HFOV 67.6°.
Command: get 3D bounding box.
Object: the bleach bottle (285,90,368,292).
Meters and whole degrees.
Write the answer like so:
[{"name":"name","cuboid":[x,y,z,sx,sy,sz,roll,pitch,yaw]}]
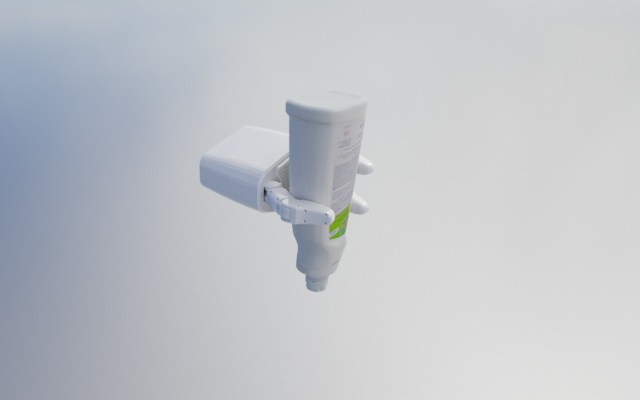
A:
[{"name":"bleach bottle","cuboid":[0.000,0.002,0.574,0.068,0.251,0.102,19,28,28]}]
